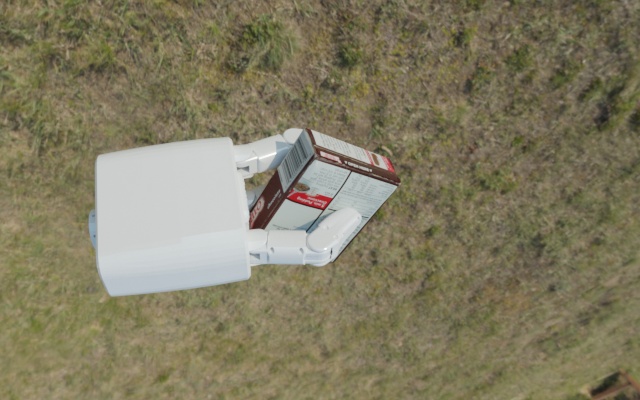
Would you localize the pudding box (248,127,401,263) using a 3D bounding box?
[{"bbox_3d":[0.000,0.001,0.414,0.090,0.039,0.113,15,-50,-31],"label":"pudding box"}]
